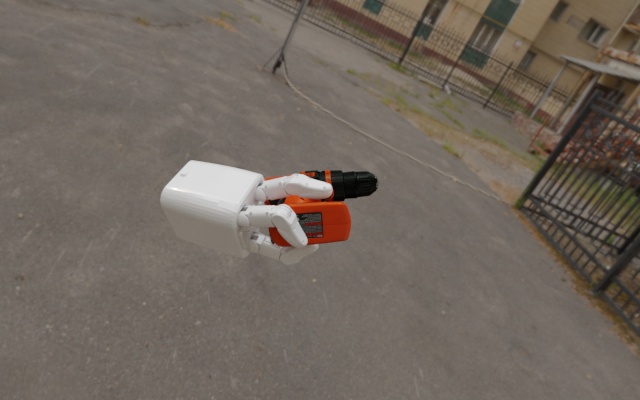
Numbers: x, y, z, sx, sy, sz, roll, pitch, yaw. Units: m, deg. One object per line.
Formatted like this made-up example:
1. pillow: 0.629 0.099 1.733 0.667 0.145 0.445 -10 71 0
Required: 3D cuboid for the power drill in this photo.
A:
1. power drill: 0.000 0.002 0.685 0.184 0.057 0.187 -6 17 1
